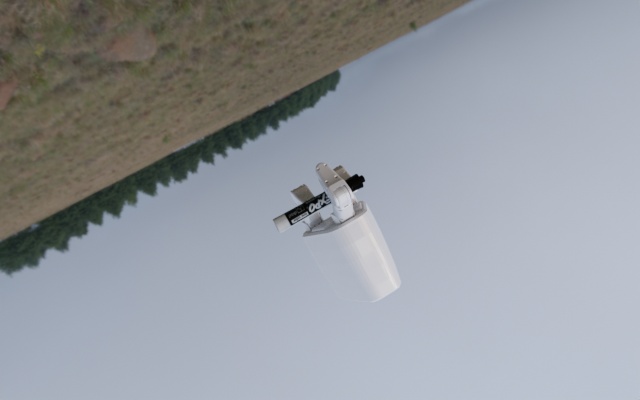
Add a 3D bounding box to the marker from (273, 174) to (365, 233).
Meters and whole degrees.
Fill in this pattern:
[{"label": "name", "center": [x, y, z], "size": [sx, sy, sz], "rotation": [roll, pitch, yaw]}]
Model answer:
[{"label": "marker", "center": [0.000, 0.002, 0.570], "size": [0.121, 0.020, 0.020], "rotation": [-29, 5, -9]}]
